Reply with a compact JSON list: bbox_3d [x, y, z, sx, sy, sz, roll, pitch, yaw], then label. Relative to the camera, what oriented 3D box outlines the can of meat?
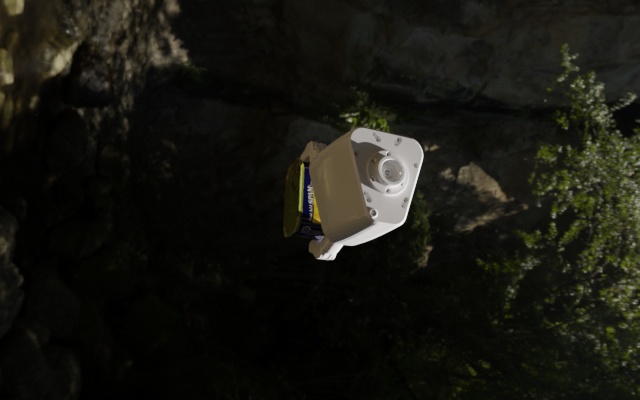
[{"bbox_3d":[0.000,0.002,0.635,0.084,0.102,0.057,9,-21,-20],"label":"can of meat"}]
